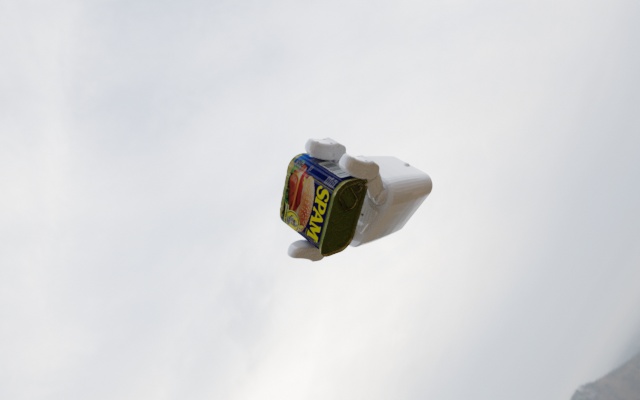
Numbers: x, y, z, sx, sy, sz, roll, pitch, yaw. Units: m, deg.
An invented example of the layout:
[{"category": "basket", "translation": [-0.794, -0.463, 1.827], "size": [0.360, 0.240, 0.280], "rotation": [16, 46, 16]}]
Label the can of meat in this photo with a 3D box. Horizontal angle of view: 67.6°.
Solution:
[{"category": "can of meat", "translation": [0.000, 0.002, 0.575], "size": [0.057, 0.102, 0.084], "rotation": [-15, 38, -43]}]
